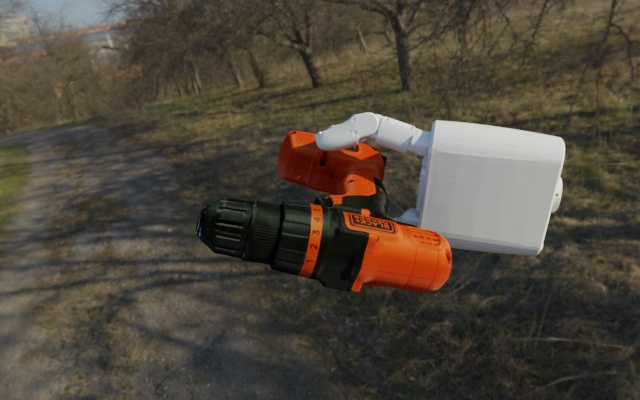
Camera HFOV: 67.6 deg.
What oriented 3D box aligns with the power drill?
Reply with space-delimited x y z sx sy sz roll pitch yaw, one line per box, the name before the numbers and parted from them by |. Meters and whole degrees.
power drill | 0.000 0.001 0.403 0.184 0.057 0.187 13 27 -11
